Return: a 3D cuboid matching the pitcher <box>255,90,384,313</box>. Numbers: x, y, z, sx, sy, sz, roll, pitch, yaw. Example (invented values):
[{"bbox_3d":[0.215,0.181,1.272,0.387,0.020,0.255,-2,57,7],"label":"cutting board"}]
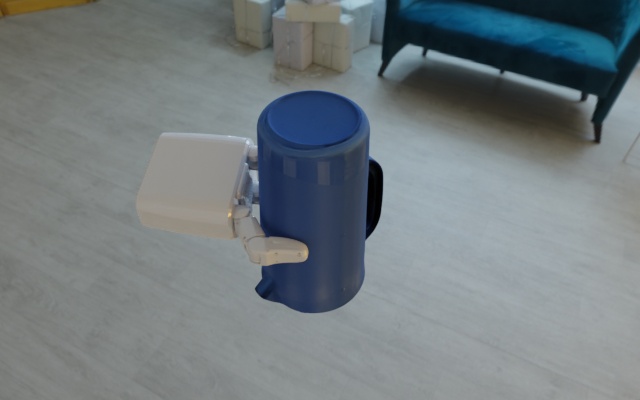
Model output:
[{"bbox_3d":[0.000,0.002,0.537,0.145,0.243,0.149,6,45,5],"label":"pitcher"}]
